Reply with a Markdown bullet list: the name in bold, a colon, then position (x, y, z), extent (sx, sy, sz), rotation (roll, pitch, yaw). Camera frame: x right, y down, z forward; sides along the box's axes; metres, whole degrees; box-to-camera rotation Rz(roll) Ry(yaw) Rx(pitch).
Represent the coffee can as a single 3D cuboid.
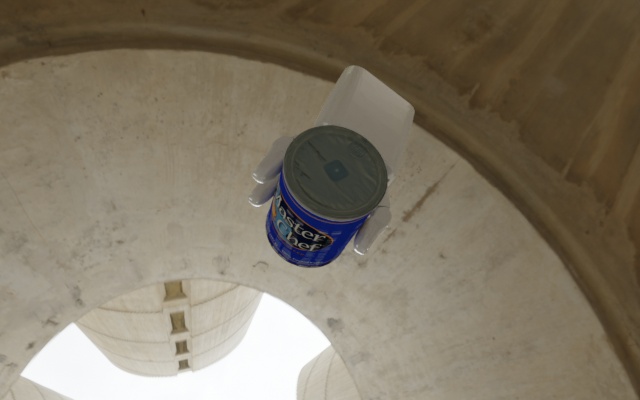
- **coffee can**: position (0.000, 0.002, 0.512), extent (0.103, 0.102, 0.140), rotation (0, -26, -15)
